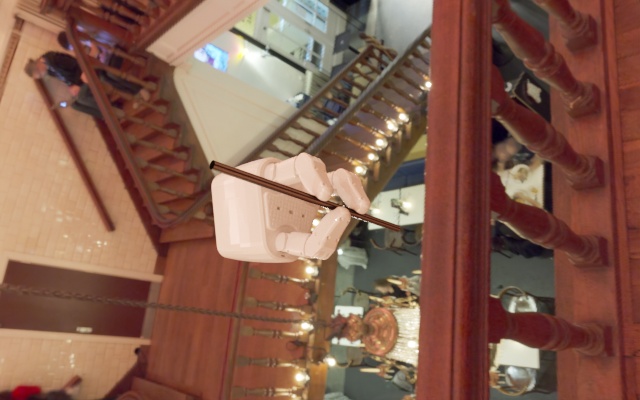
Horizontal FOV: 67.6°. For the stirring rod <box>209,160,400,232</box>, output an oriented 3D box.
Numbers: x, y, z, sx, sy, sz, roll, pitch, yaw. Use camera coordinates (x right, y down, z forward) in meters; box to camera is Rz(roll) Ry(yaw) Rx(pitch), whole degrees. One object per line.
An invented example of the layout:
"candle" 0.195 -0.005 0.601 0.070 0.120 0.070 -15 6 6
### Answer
"stirring rod" 0.000 0.002 0.460 0.239 0.011 0.011 19 -13 -40
